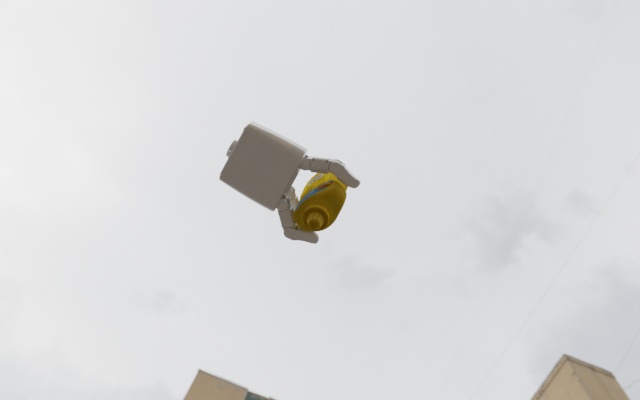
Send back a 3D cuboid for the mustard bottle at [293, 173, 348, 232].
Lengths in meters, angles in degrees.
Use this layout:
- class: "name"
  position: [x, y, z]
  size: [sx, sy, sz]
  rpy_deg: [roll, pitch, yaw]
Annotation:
- class: "mustard bottle"
  position: [0.000, 0.003, 0.792]
  size: [0.096, 0.058, 0.191]
  rpy_deg: [-34, 13, 17]
